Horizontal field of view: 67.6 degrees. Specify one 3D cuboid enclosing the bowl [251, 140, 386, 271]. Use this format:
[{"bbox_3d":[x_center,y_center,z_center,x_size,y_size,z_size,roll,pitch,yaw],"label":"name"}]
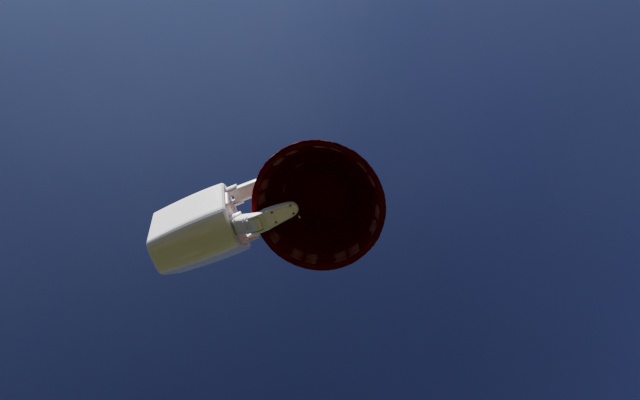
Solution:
[{"bbox_3d":[0.001,0.002,0.589,0.162,0.162,0.055,0,15,9],"label":"bowl"}]
